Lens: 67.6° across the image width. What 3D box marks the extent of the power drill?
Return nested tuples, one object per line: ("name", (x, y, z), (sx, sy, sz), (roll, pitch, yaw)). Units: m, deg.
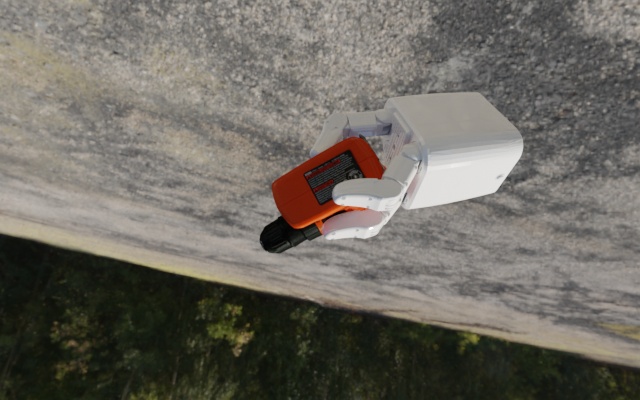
("power drill", (0.000, 0.002, 0.531), (0.184, 0.057, 0.188), (-31, -8, 0))
